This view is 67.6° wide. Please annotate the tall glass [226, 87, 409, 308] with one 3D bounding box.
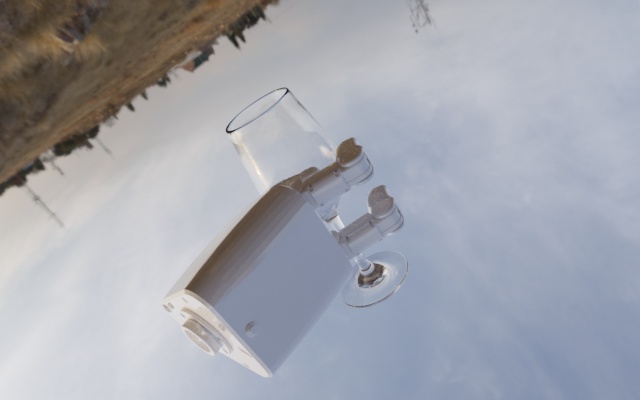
[{"bbox_3d":[0.000,0.002,0.424,0.079,0.201,0.079,-28,24,14],"label":"tall glass"}]
